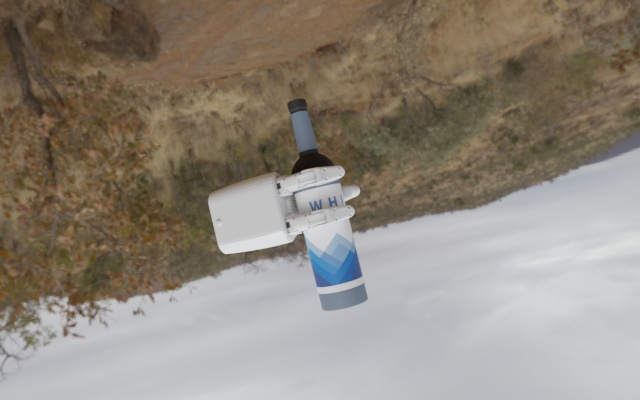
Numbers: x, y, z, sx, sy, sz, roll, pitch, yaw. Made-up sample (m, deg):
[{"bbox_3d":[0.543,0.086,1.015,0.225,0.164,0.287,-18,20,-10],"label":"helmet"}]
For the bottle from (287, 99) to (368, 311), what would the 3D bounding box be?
[{"bbox_3d":[0.000,0.002,0.674,0.069,0.295,0.069,-14,-2,-1],"label":"bottle"}]
